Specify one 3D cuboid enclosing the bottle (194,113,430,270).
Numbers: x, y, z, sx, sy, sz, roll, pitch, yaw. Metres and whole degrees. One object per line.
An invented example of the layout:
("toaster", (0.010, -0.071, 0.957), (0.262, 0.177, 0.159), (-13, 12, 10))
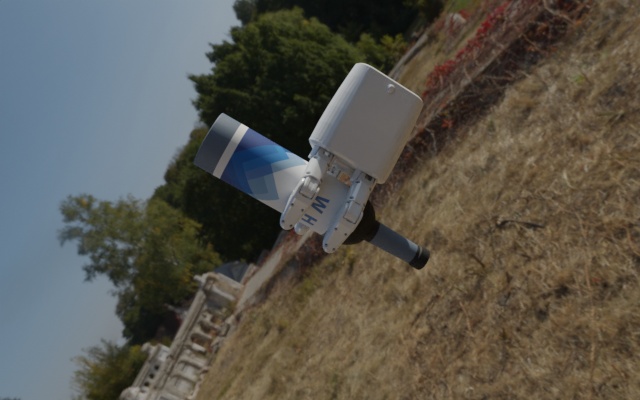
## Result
("bottle", (0.000, 0.002, 0.561), (0.296, 0.069, 0.069), (30, -5, -10))
